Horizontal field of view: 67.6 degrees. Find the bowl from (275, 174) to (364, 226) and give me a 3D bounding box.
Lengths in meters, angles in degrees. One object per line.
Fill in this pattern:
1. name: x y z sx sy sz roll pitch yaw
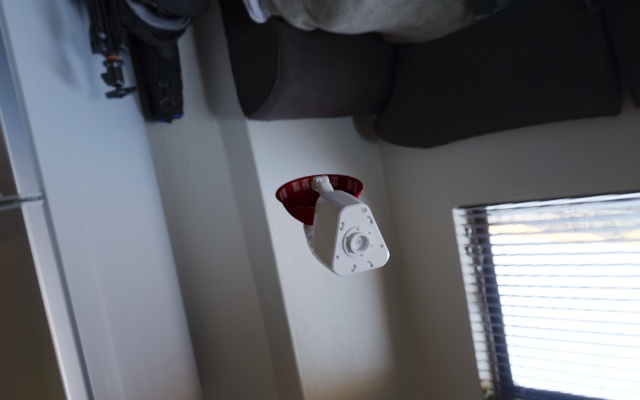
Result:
1. bowl: 0.000 0.003 0.879 0.162 0.055 0.162 -5 23 2
